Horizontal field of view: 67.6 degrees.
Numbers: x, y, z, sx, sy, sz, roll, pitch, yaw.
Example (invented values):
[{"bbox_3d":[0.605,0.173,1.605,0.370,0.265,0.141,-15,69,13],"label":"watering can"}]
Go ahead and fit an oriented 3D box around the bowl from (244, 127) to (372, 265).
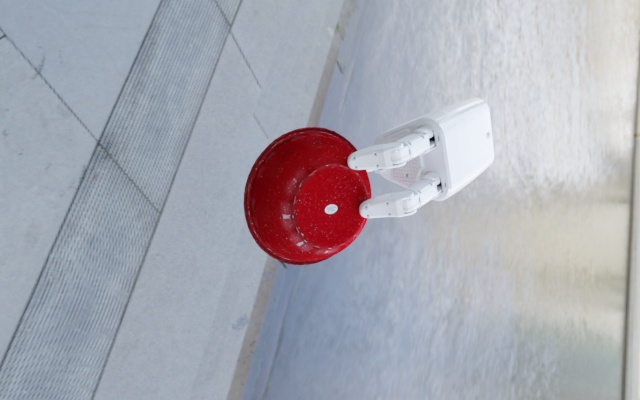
[{"bbox_3d":[-0.001,0.003,0.527,0.162,0.162,0.055,0,11,-28],"label":"bowl"}]
